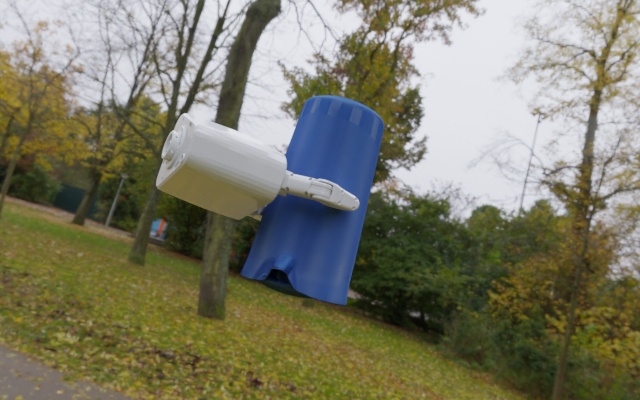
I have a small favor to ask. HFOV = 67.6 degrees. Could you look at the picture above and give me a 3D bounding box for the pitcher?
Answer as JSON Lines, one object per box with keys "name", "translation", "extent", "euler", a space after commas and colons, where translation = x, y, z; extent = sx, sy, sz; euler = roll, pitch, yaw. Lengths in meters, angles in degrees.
{"name": "pitcher", "translation": [0.000, 0.002, 0.606], "extent": [0.145, 0.243, 0.149], "euler": [21, -9, -29]}
